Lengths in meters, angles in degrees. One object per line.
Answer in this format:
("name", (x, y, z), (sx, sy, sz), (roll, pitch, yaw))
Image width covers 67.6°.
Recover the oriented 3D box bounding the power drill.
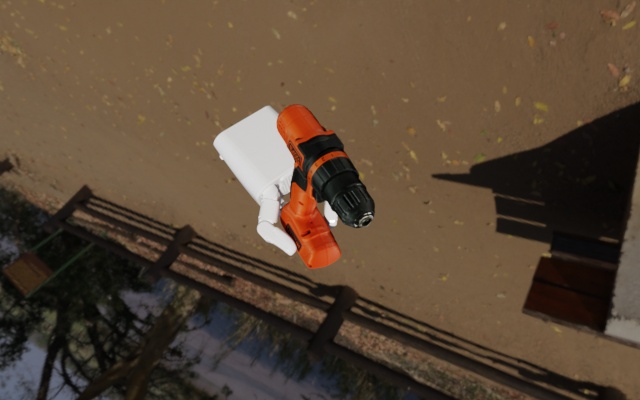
("power drill", (0.000, 0.002, 0.586), (0.057, 0.184, 0.188), (-17, -37, -21))
